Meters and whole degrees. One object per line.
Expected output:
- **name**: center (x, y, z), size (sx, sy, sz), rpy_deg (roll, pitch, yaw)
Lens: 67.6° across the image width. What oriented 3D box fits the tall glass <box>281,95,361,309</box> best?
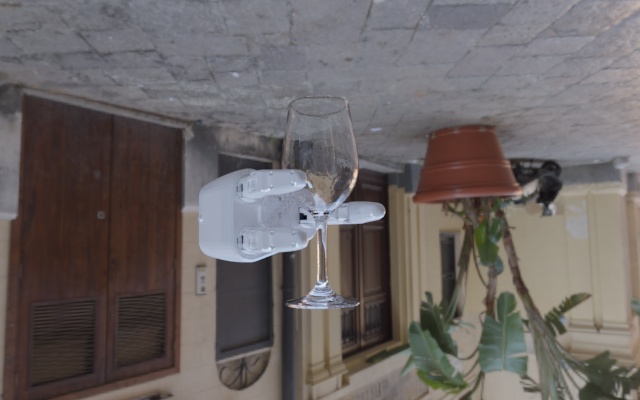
- **tall glass**: center (0.000, 0.002, 0.476), size (0.079, 0.201, 0.079), rpy_deg (-1, -5, 0)
